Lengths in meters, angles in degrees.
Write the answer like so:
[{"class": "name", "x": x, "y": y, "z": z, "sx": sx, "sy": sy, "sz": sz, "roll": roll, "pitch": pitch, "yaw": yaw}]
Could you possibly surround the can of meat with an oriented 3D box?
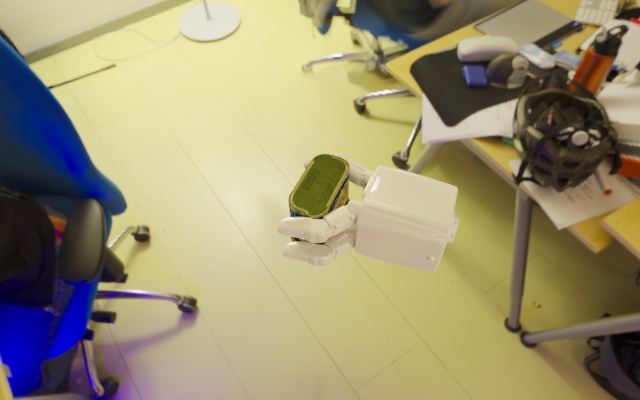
[{"class": "can of meat", "x": 0.000, "y": 0.002, "z": 0.614, "sx": 0.057, "sy": 0.102, "sz": 0.084, "roll": 20, "pitch": -32, "yaw": 15}]
